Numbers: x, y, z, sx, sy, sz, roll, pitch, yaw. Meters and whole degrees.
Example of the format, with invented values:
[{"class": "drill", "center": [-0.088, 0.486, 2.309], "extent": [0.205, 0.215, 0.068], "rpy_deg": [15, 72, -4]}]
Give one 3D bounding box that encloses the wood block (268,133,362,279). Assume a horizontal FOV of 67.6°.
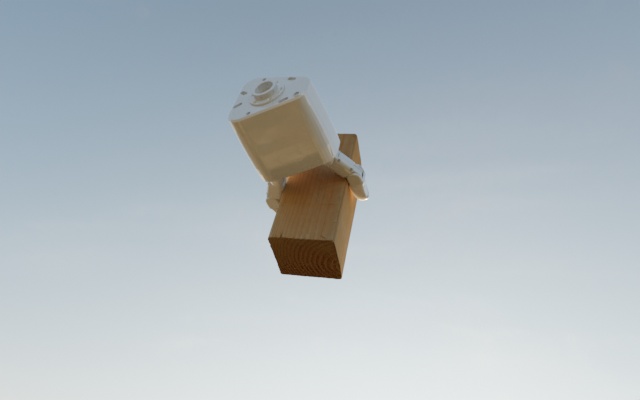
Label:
[{"class": "wood block", "center": [0.000, 0.002, 0.699], "extent": [0.091, 0.206, 0.090], "rpy_deg": [3, -41, 14]}]
